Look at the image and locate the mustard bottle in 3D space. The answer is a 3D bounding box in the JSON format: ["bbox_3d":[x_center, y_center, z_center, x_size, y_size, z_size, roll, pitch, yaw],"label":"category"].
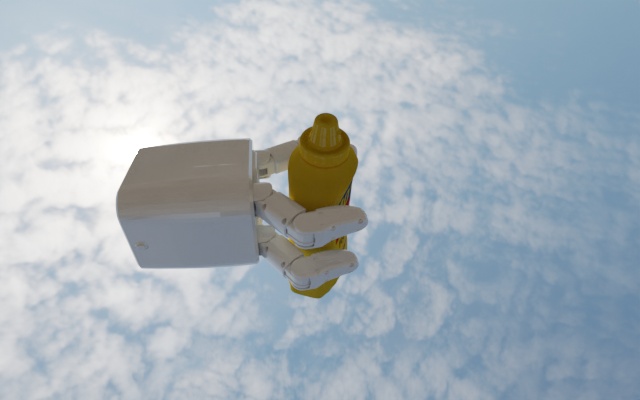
[{"bbox_3d":[0.000,0.002,0.438,0.058,0.096,0.192,14,-41,10],"label":"mustard bottle"}]
